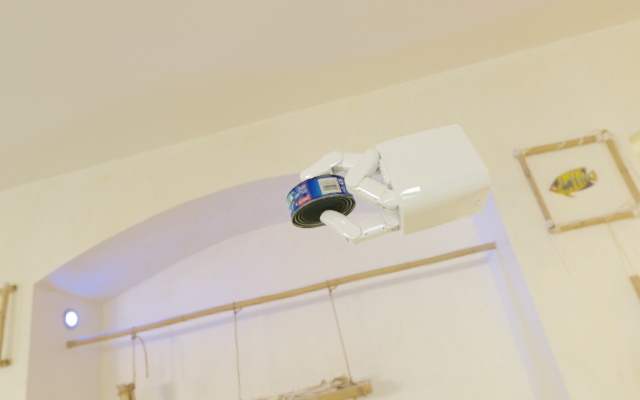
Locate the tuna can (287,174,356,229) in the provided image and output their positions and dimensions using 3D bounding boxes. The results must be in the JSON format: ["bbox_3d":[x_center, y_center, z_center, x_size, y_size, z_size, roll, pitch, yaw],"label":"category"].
[{"bbox_3d":[0.000,0.002,0.617,0.086,0.033,0.086,-15,-25,-7],"label":"tuna can"}]
